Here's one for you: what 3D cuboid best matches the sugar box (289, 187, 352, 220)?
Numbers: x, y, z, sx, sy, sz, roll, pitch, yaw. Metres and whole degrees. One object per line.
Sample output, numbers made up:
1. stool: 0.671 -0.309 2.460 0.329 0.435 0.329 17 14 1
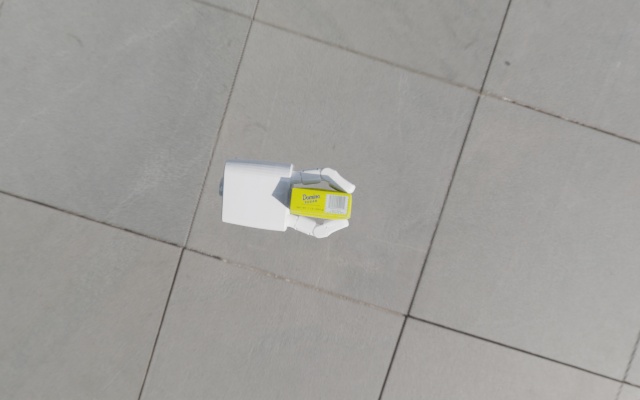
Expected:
1. sugar box: 0.000 0.002 0.802 0.093 0.048 0.176 7 3 -1
